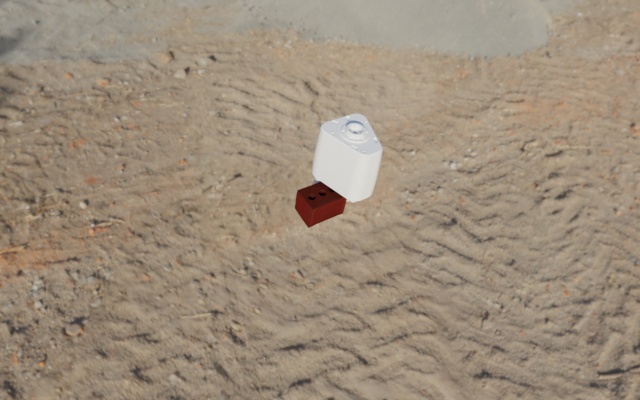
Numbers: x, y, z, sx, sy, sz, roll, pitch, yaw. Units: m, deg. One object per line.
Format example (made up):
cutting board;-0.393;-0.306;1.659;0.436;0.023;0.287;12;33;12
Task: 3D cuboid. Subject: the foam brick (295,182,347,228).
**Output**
foam brick;0.000;0.003;0.859;0.078;0.053;0.051;-22;-34;-26
